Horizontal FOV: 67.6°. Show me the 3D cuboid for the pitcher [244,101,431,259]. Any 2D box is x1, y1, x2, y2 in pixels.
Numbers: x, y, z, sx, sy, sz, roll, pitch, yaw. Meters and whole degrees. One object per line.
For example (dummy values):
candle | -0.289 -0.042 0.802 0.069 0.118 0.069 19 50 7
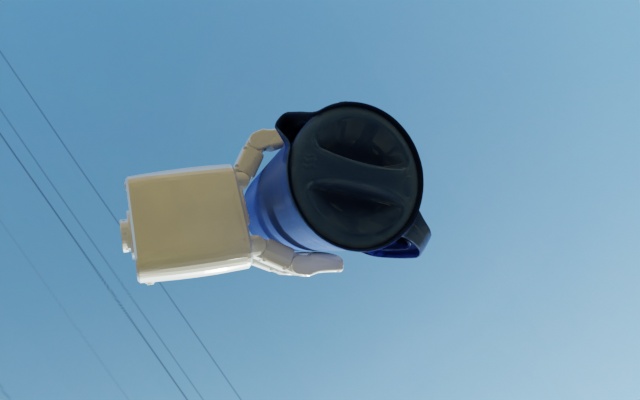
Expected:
pitcher | 0.000 0.002 0.520 0.145 0.149 0.243 -8 -5 -22
